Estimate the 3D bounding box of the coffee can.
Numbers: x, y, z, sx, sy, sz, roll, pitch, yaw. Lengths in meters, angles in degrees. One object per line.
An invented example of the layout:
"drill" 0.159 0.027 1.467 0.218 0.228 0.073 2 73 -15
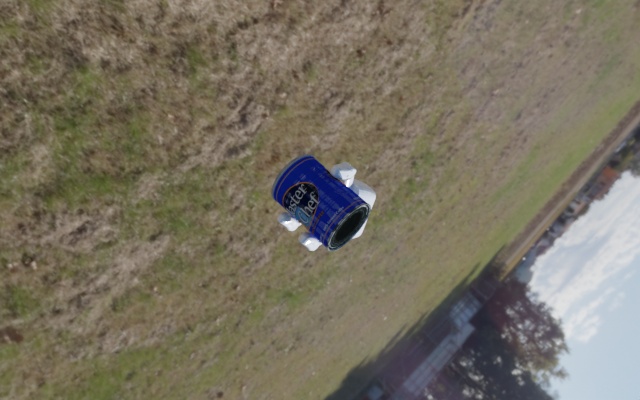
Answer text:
"coffee can" 0.000 0.003 0.811 0.140 0.103 0.103 42 19 22
